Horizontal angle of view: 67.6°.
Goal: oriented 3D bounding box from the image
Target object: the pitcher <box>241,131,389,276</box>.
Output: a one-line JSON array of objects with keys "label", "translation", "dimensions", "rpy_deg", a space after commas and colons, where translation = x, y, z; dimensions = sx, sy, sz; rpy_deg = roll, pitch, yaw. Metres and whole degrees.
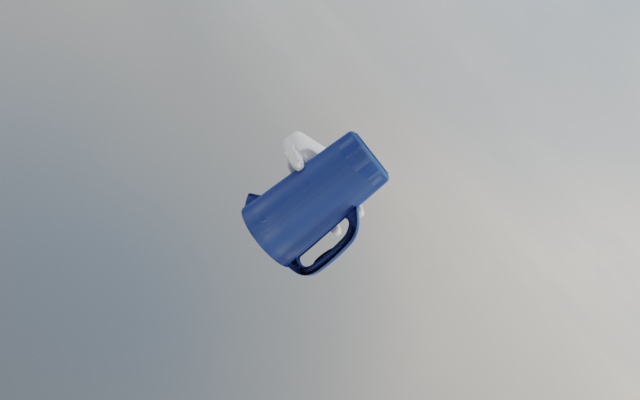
[{"label": "pitcher", "translation": [0.000, 0.003, 0.822], "dimensions": [0.243, 0.149, 0.145], "rpy_deg": [-38, 27, 8]}]
